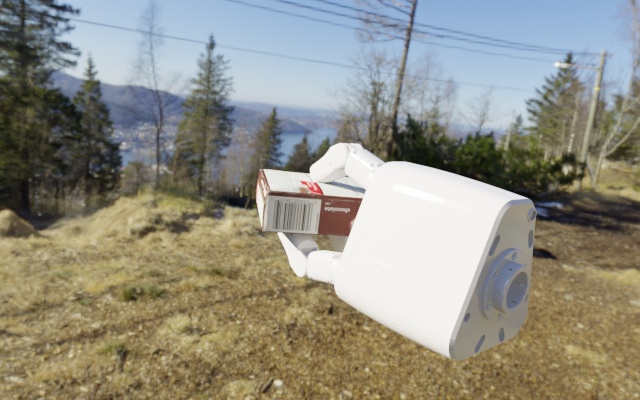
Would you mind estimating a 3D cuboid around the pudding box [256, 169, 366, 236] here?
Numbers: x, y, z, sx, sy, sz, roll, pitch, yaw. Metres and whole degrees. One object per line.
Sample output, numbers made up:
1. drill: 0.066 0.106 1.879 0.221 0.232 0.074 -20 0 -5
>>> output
1. pudding box: 0.000 0.001 0.440 0.113 0.039 0.090 6 14 -13
